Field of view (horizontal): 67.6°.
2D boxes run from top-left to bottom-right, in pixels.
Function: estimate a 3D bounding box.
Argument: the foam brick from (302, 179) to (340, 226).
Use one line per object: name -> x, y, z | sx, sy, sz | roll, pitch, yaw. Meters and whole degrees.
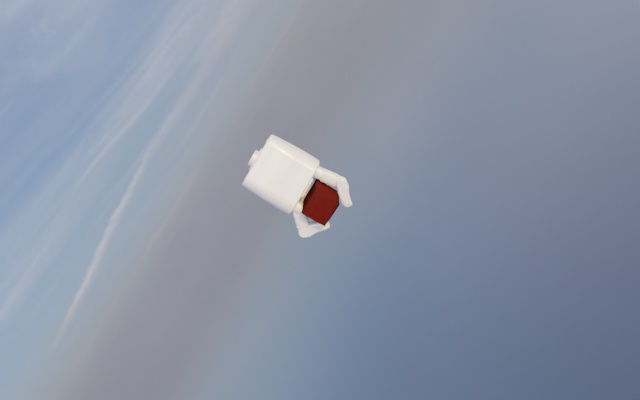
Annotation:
foam brick -> 0.000, 0.003, 0.889 | 0.051, 0.053, 0.078 | 30, 16, -9
